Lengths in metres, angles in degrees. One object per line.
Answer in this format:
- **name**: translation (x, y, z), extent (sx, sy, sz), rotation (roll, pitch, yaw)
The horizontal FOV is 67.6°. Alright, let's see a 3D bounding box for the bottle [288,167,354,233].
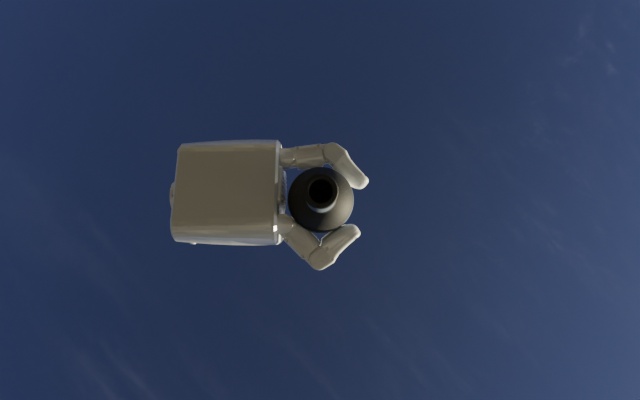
- **bottle**: translation (0.000, 0.002, 0.515), extent (0.069, 0.069, 0.296), rotation (0, -4, 0)
